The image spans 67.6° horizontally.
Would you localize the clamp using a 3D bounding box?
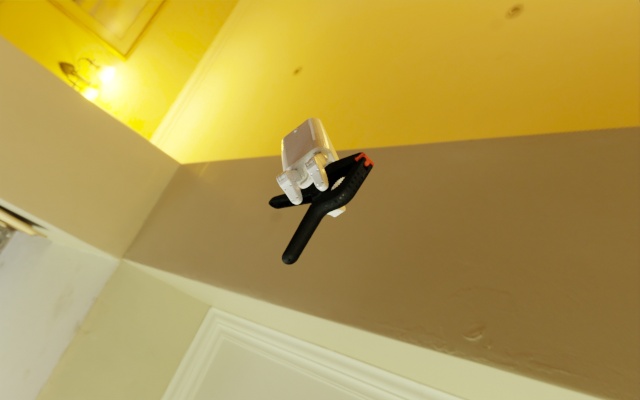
[{"bbox_3d":[0.001,0.003,0.785,0.210,0.164,0.036,-35,-51,20],"label":"clamp"}]
